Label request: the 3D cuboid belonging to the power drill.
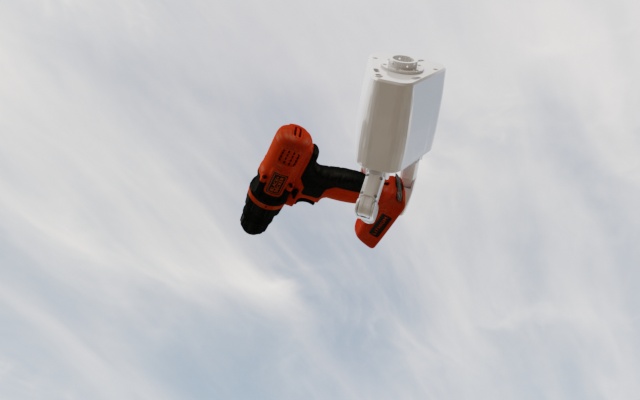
[{"bbox_3d":[0.001,0.002,0.622,0.187,0.057,0.184,17,-46,-15],"label":"power drill"}]
